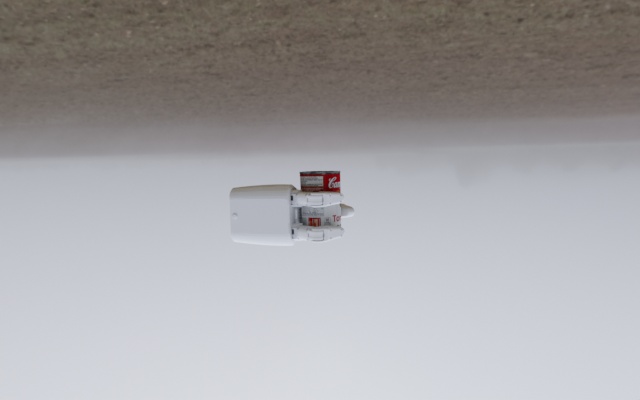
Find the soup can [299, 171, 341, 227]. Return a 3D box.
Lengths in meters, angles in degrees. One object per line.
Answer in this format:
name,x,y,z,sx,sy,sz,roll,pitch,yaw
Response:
soup can,0.001,0.003,0.789,0.068,0.102,0.068,-1,5,0
